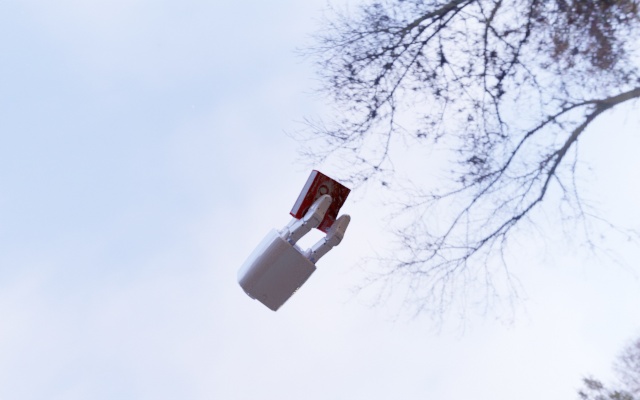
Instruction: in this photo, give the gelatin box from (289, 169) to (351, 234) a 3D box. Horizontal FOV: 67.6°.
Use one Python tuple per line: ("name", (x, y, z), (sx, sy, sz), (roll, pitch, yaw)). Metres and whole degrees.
("gelatin box", (0.000, 0.002, 0.809), (0.073, 0.089, 0.030), (29, -2, -26))
